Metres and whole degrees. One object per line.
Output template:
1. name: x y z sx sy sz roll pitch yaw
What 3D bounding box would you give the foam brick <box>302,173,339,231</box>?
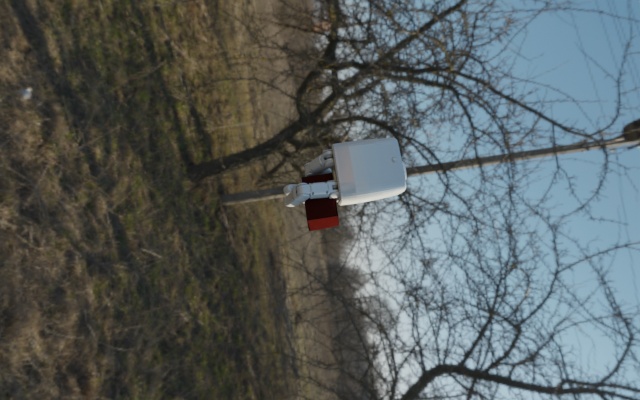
1. foam brick: 0.000 0.003 0.778 0.051 0.078 0.053 -8 -21 0
